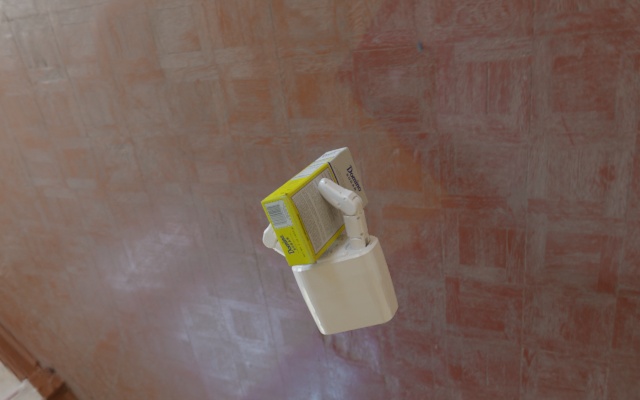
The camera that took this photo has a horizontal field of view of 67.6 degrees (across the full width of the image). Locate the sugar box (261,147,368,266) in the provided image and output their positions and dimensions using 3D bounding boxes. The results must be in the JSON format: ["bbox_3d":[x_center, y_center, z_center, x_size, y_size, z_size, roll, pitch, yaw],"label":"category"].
[{"bbox_3d":[0.000,0.002,0.635,0.048,0.093,0.176,-12,17,31],"label":"sugar box"}]
